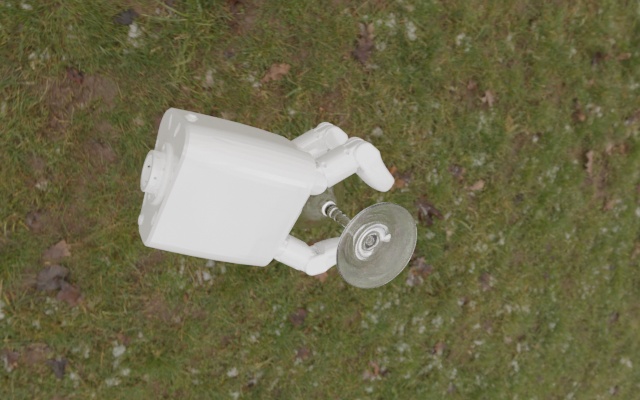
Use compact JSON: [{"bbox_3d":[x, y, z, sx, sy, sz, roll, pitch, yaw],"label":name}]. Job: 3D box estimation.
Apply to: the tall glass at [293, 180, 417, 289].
[{"bbox_3d":[0.000,0.002,0.453,0.079,0.079,0.201,0,20,-29],"label":"tall glass"}]
